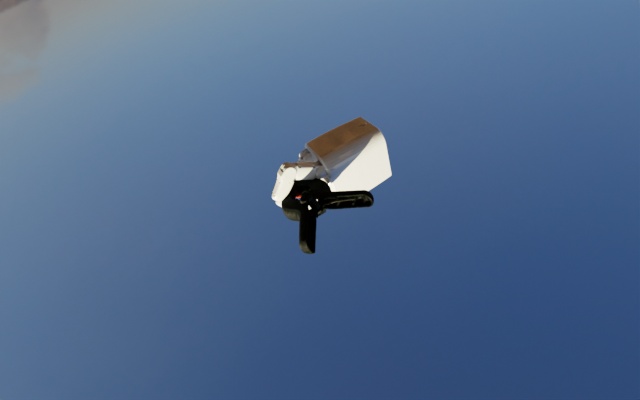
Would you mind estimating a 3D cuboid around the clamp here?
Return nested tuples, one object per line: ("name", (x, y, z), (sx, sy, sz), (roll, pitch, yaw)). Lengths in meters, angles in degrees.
("clamp", (0.000, 0.003, 0.692), (0.120, 0.039, 0.171), (-29, 33, -7))
